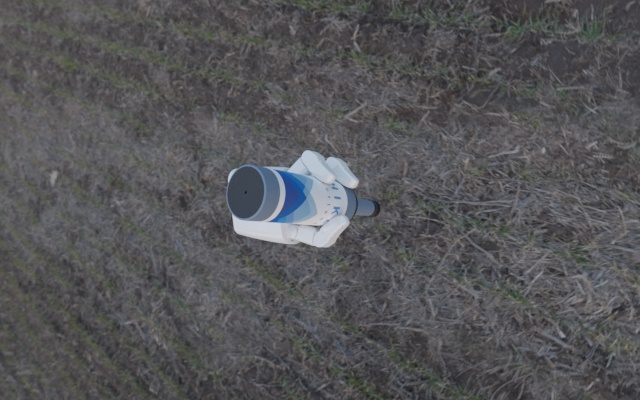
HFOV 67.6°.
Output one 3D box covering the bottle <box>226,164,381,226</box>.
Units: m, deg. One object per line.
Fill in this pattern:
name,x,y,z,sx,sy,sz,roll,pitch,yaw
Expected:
bottle,0.000,0.002,0.676,0.069,0.069,0.296,0,-5,37
